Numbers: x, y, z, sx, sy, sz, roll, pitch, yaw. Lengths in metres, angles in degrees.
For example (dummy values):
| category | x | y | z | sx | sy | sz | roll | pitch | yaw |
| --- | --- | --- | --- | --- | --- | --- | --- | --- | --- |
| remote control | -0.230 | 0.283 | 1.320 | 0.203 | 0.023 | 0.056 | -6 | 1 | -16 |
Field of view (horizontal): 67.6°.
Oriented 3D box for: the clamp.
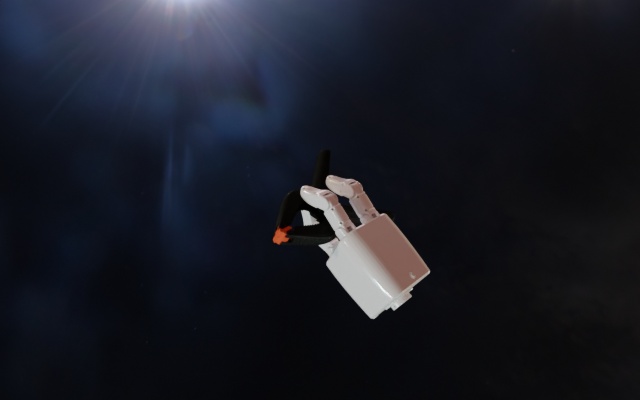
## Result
| category | x | y | z | sx | sy | sz | roll | pitch | yaw |
| --- | --- | --- | --- | --- | --- | --- | --- | --- | --- |
| clamp | 0.000 | 0.003 | 0.719 | 0.210 | 0.164 | 0.036 | -24 | -24 | -42 |
